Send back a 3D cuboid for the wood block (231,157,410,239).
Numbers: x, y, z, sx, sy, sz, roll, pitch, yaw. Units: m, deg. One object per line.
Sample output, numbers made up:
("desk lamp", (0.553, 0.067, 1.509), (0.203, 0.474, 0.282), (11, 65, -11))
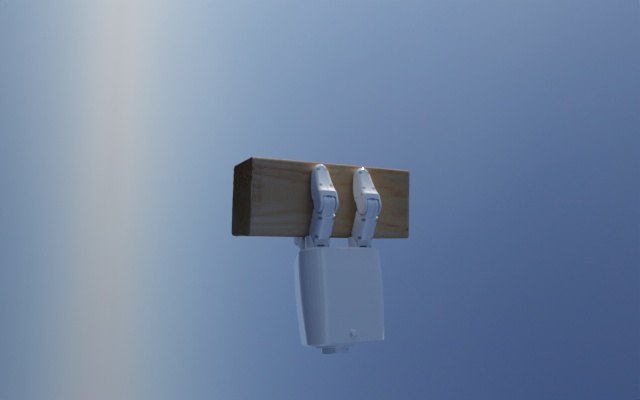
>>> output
("wood block", (0.000, 0.002, 0.603), (0.206, 0.090, 0.091), (3, -5, -24))
